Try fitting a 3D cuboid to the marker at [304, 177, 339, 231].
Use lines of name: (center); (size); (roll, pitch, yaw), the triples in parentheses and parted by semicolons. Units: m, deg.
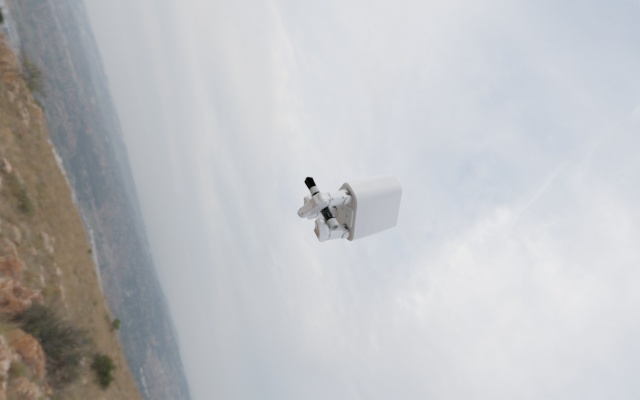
marker: (0.000, 0.003, 0.864); (0.020, 0.121, 0.020); (-20, -33, -14)
